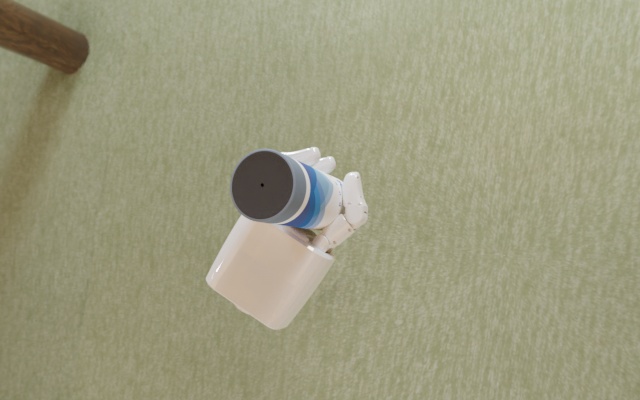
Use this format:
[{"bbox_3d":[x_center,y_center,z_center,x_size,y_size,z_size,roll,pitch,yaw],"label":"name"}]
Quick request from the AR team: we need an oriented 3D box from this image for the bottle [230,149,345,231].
[{"bbox_3d":[0.000,0.002,0.562,0.069,0.069,0.296,0,-6,21],"label":"bottle"}]
